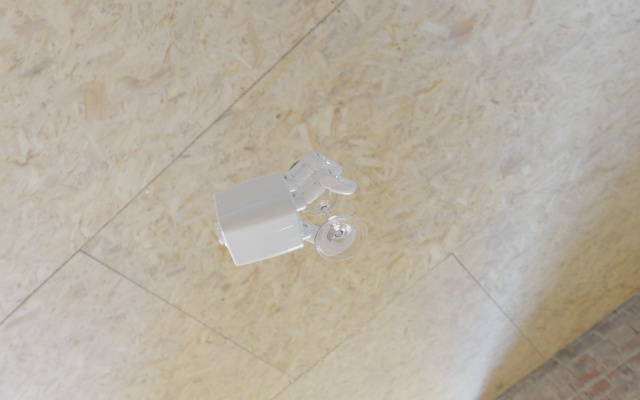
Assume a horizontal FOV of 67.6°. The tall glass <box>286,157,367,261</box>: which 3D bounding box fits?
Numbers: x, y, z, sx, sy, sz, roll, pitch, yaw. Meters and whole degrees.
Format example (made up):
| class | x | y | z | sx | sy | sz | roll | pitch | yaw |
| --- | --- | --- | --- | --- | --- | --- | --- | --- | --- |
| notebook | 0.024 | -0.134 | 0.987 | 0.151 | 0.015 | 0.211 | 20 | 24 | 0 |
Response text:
| class | x | y | z | sx | sy | sz | roll | pitch | yaw |
| --- | --- | --- | --- | --- | --- | --- | --- | --- | --- |
| tall glass | 0.000 | 0.003 | 0.715 | 0.079 | 0.079 | 0.201 | 0 | 29 | -18 |
